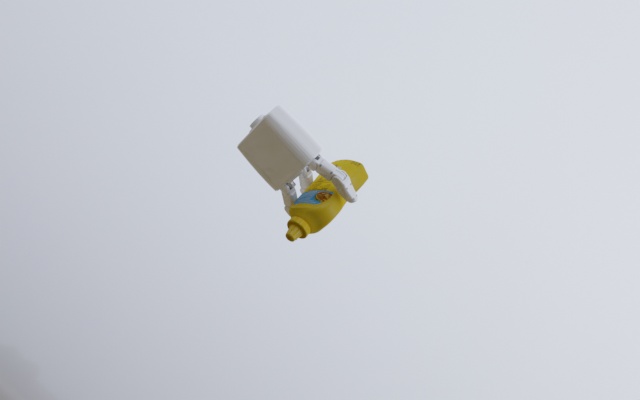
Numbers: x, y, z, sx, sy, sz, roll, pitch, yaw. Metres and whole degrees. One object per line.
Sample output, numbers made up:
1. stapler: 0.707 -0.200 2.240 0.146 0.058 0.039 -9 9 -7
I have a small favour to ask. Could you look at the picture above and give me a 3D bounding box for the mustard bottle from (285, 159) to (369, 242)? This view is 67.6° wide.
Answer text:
1. mustard bottle: 0.000 0.003 0.839 0.096 0.058 0.191 0 37 43
